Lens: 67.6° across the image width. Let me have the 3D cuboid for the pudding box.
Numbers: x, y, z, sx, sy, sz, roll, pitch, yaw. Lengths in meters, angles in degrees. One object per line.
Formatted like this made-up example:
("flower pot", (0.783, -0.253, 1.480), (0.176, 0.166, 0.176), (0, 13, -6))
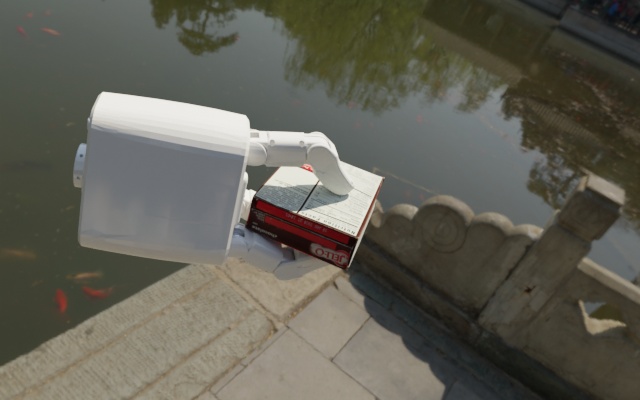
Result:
("pudding box", (0.000, 0.001, 0.413), (0.090, 0.039, 0.113), (23, 35, 7))
